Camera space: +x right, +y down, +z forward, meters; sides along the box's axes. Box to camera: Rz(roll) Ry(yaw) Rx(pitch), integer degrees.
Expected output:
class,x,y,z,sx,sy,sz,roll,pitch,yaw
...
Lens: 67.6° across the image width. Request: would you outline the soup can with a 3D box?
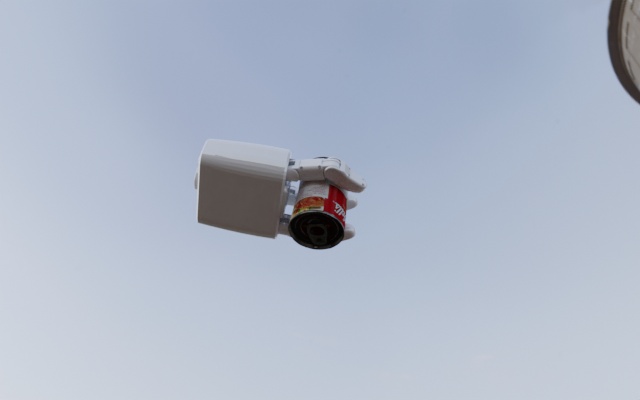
class,x,y,z,sx,sy,sz,roll,pitch,yaw
soup can,0.001,0.002,0.602,0.068,0.069,0.102,0,44,8
